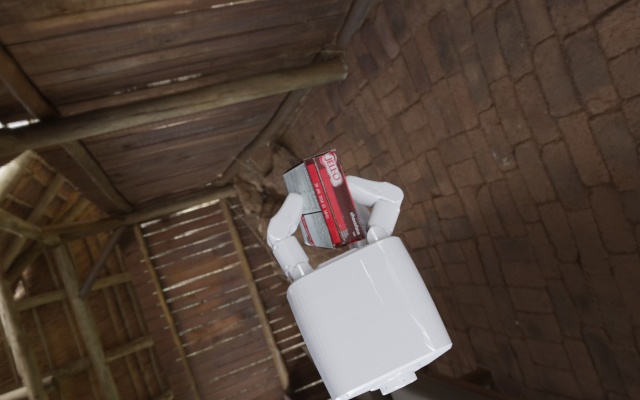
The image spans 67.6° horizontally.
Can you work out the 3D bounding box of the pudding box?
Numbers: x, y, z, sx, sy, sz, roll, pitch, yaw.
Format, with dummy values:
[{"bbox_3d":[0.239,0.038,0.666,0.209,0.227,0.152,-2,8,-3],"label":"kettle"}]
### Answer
[{"bbox_3d":[0.000,0.002,0.491,0.039,0.090,0.113,-19,2,-17],"label":"pudding box"}]
